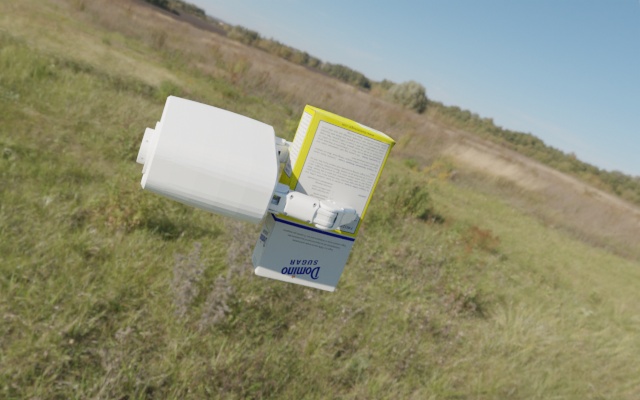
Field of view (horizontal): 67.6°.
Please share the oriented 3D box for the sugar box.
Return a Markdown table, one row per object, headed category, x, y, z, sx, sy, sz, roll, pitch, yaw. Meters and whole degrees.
| category | x | y | z | sx | sy | sz | roll | pitch | yaw |
| --- | --- | --- | --- | --- | --- | --- | --- | --- | --- |
| sugar box | 0.000 | 0.001 | 0.495 | 0.093 | 0.176 | 0.048 | 17 | 15 | -21 |
